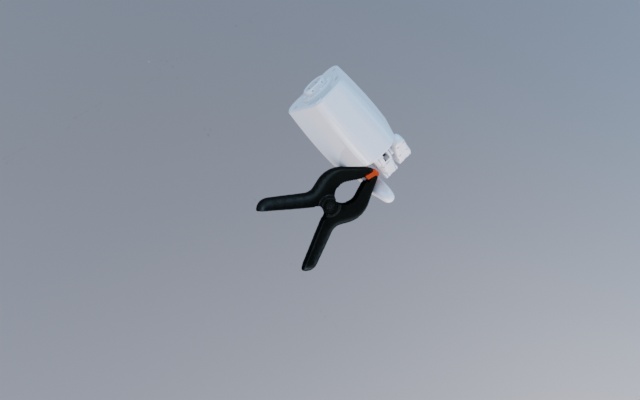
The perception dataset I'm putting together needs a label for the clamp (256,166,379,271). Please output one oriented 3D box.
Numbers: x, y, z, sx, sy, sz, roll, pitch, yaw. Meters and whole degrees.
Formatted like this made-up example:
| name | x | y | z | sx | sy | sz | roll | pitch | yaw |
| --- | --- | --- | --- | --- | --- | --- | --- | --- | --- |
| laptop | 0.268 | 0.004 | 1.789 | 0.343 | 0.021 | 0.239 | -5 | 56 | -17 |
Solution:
| name | x | y | z | sx | sy | sz | roll | pitch | yaw |
| --- | --- | --- | --- | --- | --- | --- | --- | --- | --- |
| clamp | 0.000 | 0.002 | 0.657 | 0.120 | 0.171 | 0.039 | 45 | -3 | -20 |
